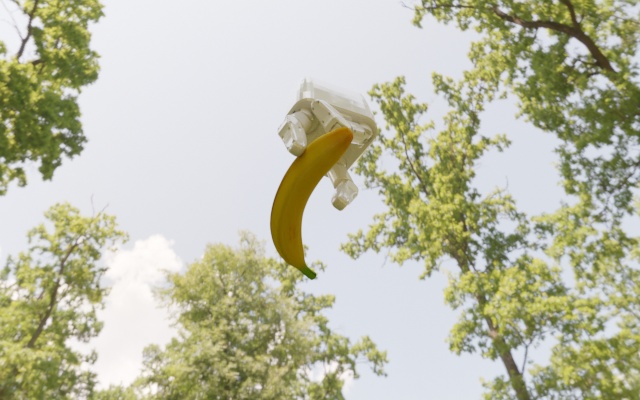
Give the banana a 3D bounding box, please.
[{"bbox_3d":[-0.019,0.001,0.542,0.069,0.198,0.037,10,30,-7],"label":"banana"}]
